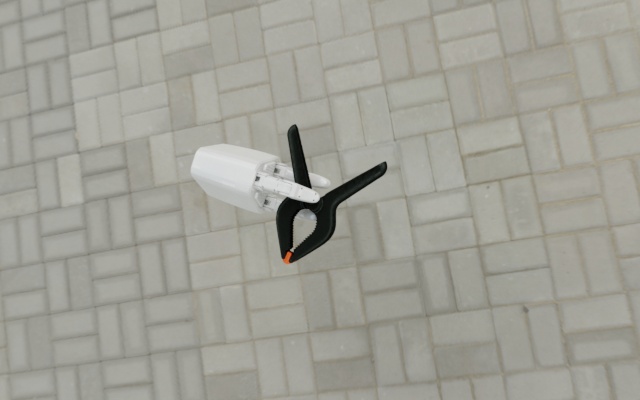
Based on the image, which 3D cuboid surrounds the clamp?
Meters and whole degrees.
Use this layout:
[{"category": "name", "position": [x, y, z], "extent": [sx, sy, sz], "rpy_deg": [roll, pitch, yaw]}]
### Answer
[{"category": "clamp", "position": [0.000, 0.003, 0.728], "extent": [0.164, 0.210, 0.036], "rpy_deg": [17, -1, 12]}]
